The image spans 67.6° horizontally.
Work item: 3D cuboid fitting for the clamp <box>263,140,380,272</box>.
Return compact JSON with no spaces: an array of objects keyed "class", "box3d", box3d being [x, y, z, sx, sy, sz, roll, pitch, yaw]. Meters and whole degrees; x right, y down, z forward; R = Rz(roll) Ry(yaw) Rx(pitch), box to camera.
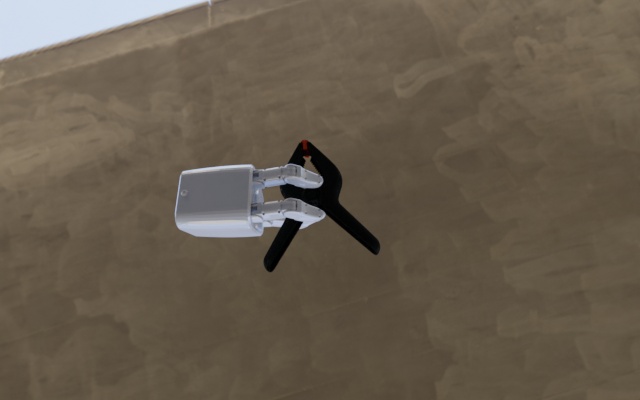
[{"class":"clamp","box3d":[0.000,0.002,0.710,0.164,0.209,0.036,-3,-28,3]}]
